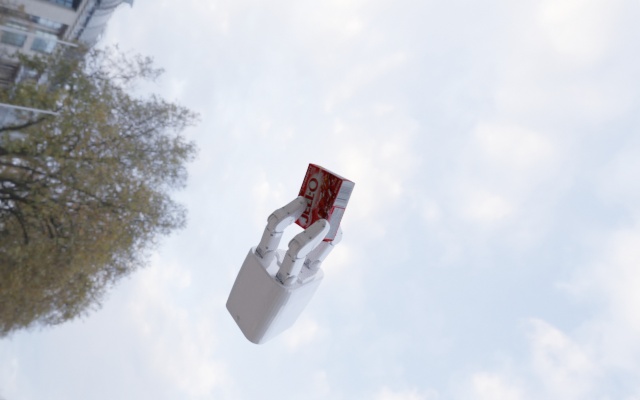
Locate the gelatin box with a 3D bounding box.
[{"bbox_3d":[0.001,0.002,0.654,0.030,0.089,0.073,11,14,-44],"label":"gelatin box"}]
